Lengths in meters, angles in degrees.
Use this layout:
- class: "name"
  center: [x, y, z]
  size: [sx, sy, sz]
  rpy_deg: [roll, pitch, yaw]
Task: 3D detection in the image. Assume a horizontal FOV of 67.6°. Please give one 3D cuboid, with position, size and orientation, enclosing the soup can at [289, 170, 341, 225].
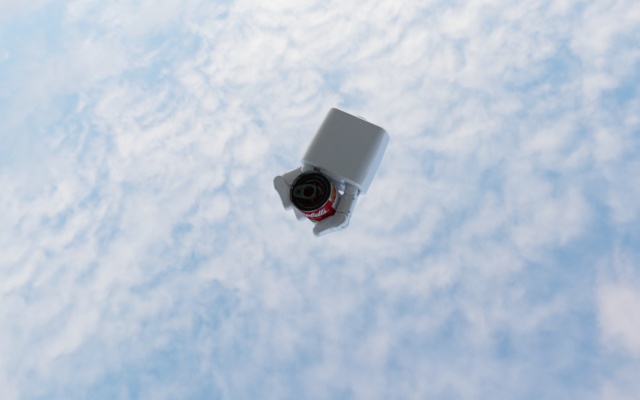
- class: "soup can"
  center: [0.000, 0.003, 0.765]
  size: [0.068, 0.068, 0.102]
  rpy_deg: [0, -20, 20]
